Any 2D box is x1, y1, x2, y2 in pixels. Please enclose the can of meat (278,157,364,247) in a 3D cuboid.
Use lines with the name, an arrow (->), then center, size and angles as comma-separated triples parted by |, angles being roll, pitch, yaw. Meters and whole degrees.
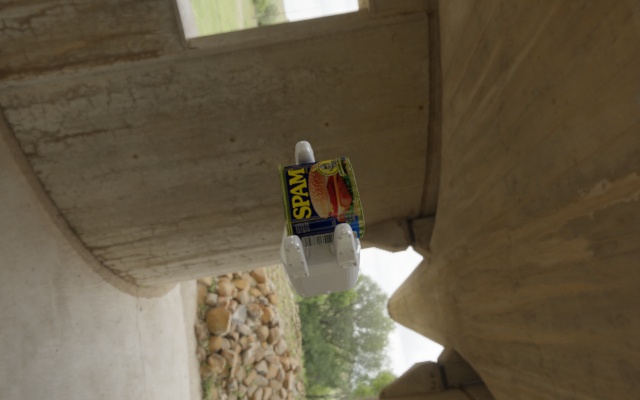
can of meat -> 0.000, 0.002, 0.547 | 0.084, 0.102, 0.057 | -9, -35, -1
